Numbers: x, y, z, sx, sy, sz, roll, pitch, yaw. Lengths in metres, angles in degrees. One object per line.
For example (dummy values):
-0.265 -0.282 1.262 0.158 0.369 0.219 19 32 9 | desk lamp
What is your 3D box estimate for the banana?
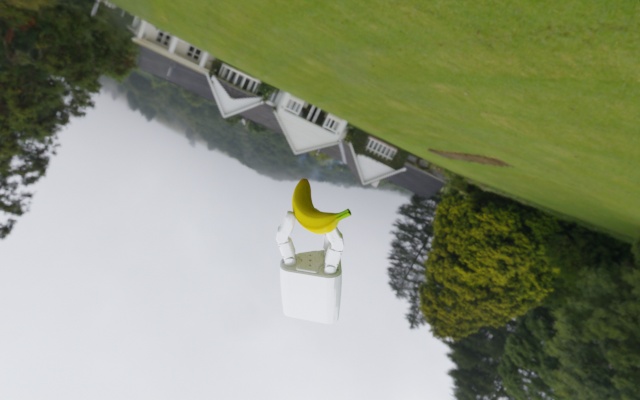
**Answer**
-0.014 0.014 0.821 0.069 0.037 0.197 -34 30 -10 | banana
